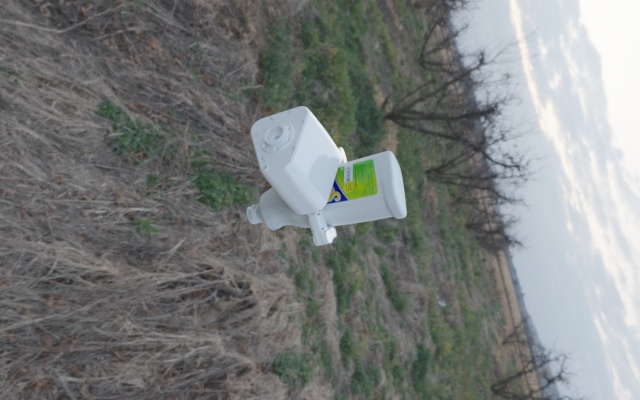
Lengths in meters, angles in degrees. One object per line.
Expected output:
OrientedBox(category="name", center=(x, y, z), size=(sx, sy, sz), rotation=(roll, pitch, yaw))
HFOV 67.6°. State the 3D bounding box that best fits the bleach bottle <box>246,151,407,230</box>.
OrientedBox(category="bleach bottle", center=(0.000, 0.002, 0.738), size=(0.251, 0.102, 0.068), rotation=(-14, -36, 20))
